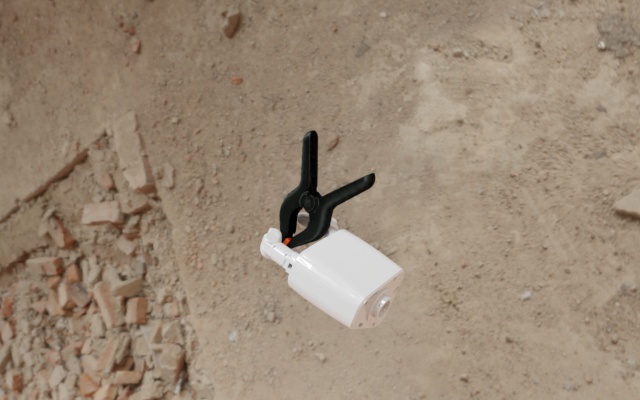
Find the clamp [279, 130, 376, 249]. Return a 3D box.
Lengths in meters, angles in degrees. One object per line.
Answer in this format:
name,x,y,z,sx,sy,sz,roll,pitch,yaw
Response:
clamp,0.000,0.002,0.660,0.120,0.171,0.039,31,20,30
